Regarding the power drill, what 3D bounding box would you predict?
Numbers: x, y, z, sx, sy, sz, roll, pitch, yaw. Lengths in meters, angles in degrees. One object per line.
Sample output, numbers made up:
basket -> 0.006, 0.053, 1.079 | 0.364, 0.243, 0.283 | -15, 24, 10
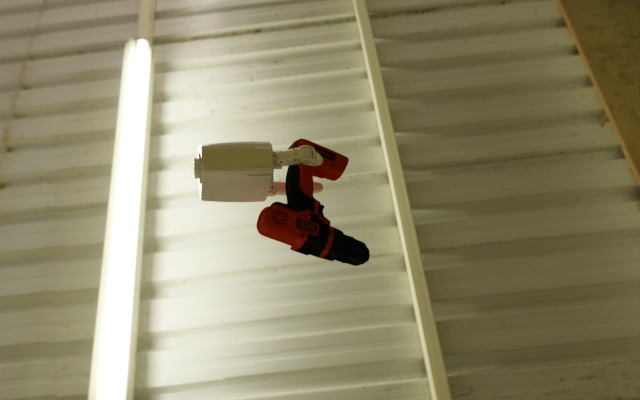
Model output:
power drill -> 0.000, 0.002, 0.758 | 0.184, 0.187, 0.057 | 22, -40, -19
